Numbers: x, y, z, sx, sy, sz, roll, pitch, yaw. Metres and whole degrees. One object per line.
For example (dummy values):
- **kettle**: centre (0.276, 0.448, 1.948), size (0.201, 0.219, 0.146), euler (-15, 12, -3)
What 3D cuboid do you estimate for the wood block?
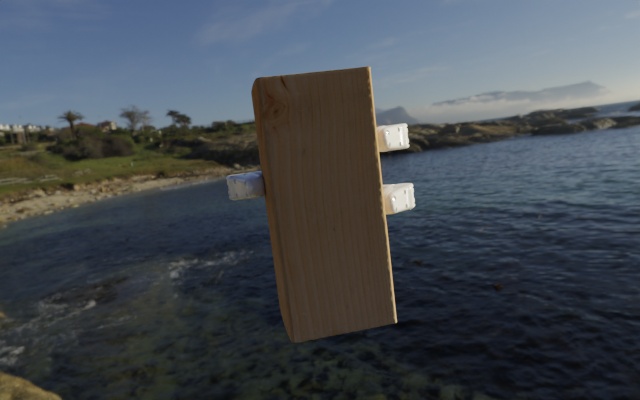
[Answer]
- **wood block**: centre (0.000, 0.001, 0.411), size (0.091, 0.206, 0.090), euler (-9, 7, -10)
